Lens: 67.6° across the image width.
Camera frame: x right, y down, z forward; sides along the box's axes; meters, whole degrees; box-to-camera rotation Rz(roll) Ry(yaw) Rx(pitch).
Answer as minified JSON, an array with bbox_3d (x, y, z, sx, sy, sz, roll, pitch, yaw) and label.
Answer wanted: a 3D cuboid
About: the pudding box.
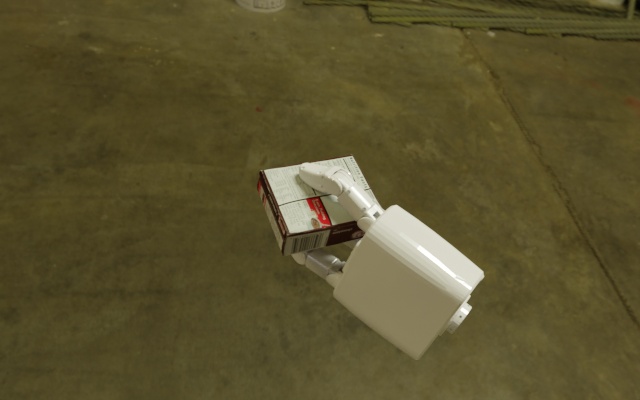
[{"bbox_3d":[0.000,0.002,0.504,0.113,0.090,0.039,-10,-36,-23],"label":"pudding box"}]
